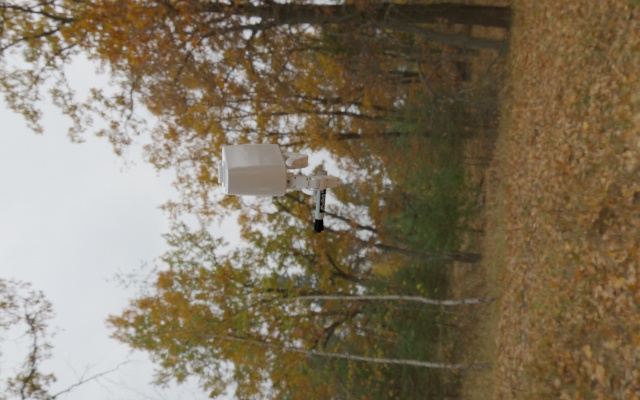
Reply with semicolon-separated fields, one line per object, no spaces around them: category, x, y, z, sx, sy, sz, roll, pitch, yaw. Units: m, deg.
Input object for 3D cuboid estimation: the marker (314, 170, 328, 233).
marker;0.000;0.003;0.893;0.020;0.121;0.020;3;18;-1
